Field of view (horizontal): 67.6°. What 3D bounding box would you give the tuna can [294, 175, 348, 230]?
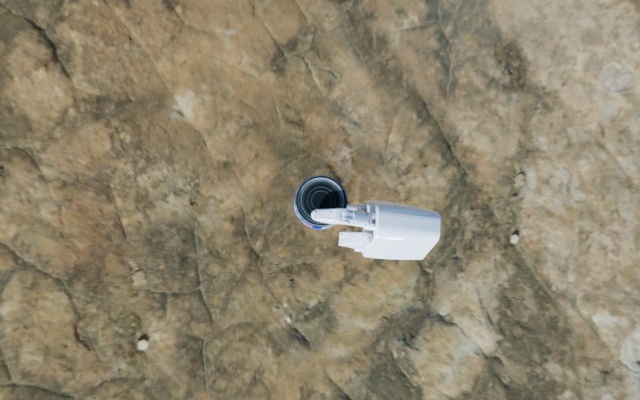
[{"bbox_3d":[0.000,0.002,0.766,0.086,0.086,0.034,0,-9,-4],"label":"tuna can"}]
